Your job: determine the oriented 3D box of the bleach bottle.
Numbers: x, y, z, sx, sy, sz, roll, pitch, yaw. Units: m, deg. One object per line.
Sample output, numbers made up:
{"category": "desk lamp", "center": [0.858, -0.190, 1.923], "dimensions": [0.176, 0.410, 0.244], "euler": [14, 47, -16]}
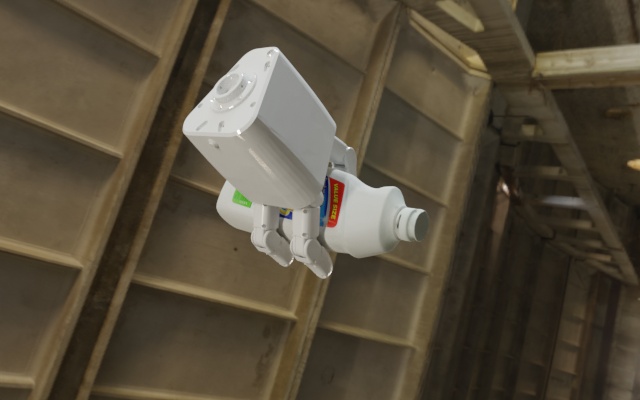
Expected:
{"category": "bleach bottle", "center": [0.000, 0.002, 0.517], "dimensions": [0.251, 0.102, 0.068], "euler": [9, -26, 39]}
